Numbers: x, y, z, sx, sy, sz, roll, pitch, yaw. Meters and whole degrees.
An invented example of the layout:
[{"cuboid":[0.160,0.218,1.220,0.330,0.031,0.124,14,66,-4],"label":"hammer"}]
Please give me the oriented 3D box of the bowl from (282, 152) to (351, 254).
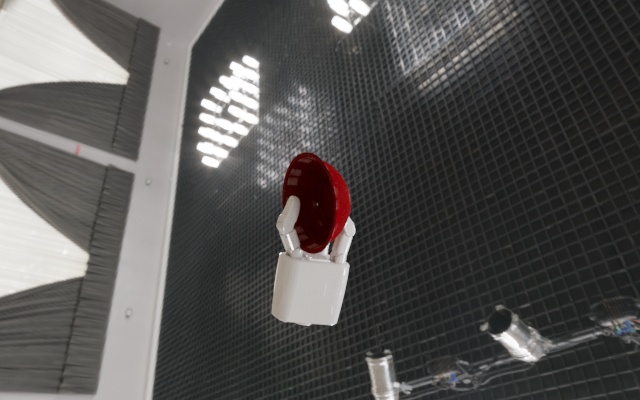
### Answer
[{"cuboid":[0.001,0.001,0.768,0.055,0.162,0.162,-5,3,-33],"label":"bowl"}]
